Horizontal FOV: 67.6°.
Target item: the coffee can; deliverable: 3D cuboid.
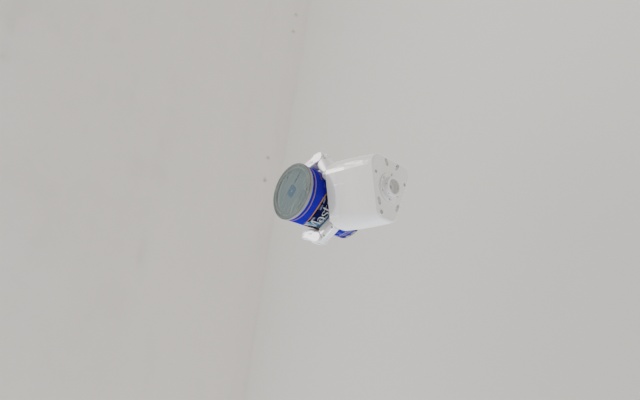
[{"bbox_3d":[0.000,0.003,0.870,0.140,0.103,0.103,21,-13,-38],"label":"coffee can"}]
